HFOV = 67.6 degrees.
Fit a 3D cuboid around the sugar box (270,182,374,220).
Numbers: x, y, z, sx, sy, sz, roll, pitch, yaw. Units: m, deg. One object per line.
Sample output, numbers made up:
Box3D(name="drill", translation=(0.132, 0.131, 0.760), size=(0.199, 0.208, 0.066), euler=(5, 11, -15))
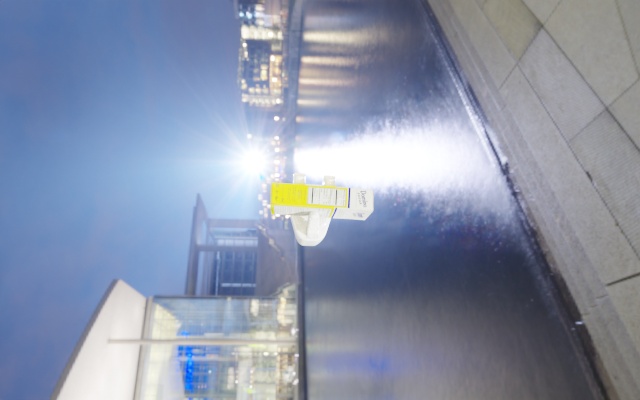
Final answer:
Box3D(name="sugar box", translation=(0.000, 0.002, 0.848), size=(0.176, 0.048, 0.093), euler=(2, -12, -4))
